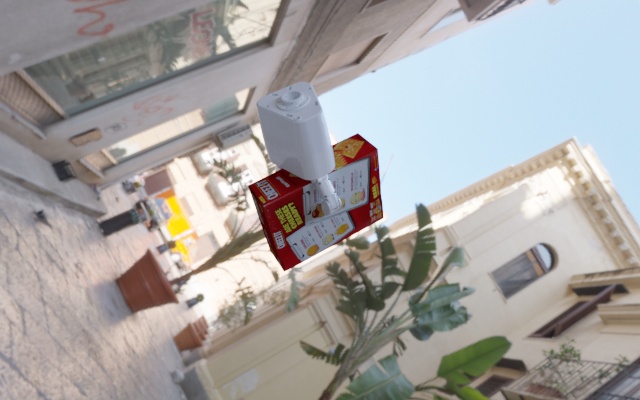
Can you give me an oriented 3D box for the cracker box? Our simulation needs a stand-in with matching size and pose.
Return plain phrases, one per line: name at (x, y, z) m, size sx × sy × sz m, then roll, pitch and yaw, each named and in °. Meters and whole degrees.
cracker box at (0.000, 0.003, 0.820) m, size 0.213 × 0.164 × 0.072 m, roll -27°, pitch 45°, yaw -16°
